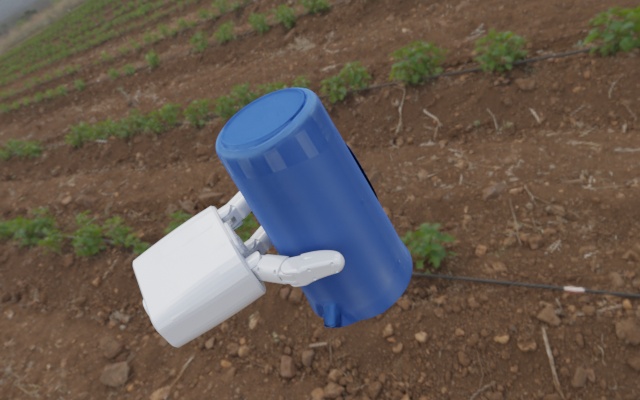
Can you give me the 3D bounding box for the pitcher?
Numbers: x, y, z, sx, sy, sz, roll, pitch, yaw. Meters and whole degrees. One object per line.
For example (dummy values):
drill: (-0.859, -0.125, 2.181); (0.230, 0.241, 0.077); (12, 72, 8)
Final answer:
pitcher: (0.000, 0.002, 0.512); (0.145, 0.243, 0.149); (-33, 34, -4)
